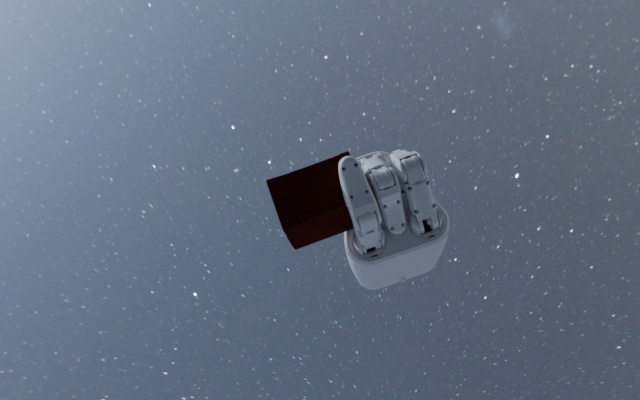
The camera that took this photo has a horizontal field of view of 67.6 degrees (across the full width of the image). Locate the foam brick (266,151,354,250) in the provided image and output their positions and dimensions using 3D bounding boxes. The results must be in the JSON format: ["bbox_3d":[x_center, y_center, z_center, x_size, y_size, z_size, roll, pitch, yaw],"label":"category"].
[{"bbox_3d":[0.000,0.001,0.425,0.078,0.053,0.051,-19,-26,0],"label":"foam brick"}]
